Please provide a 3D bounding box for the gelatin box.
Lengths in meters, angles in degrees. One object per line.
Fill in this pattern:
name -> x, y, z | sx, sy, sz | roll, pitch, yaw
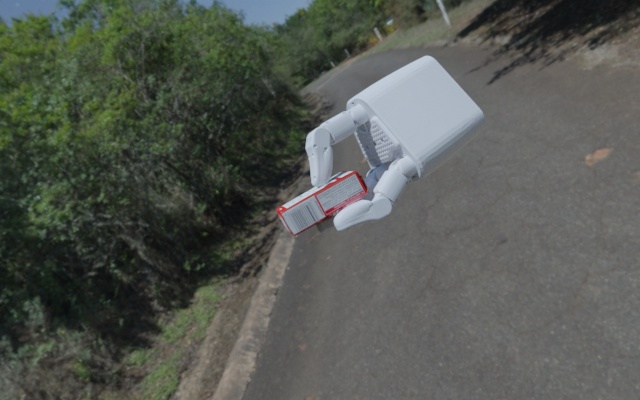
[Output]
gelatin box -> 0.000, 0.001, 0.500 | 0.089, 0.030, 0.073 | -29, 6, -7
